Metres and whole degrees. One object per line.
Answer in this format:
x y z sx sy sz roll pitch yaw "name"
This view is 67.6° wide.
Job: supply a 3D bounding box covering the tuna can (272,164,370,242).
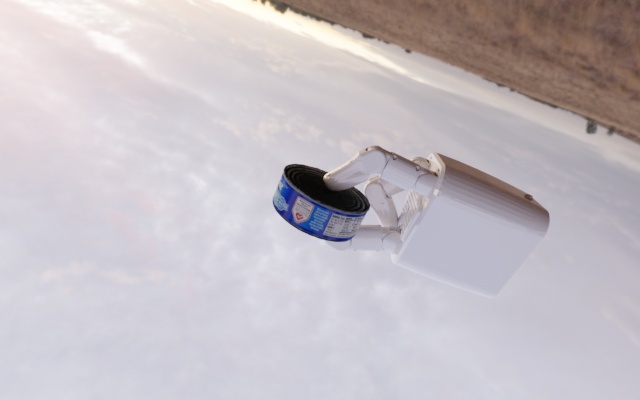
0.000 0.002 0.439 0.086 0.034 0.086 22 21 -9 "tuna can"
